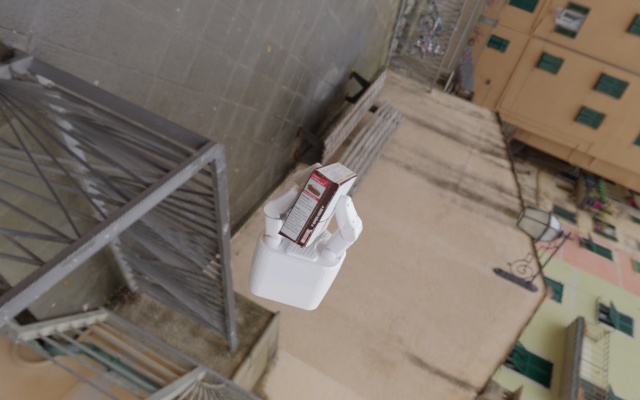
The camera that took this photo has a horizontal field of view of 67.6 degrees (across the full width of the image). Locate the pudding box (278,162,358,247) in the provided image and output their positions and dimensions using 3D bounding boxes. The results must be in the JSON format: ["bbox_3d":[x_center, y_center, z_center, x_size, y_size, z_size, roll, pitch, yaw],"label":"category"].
[{"bbox_3d":[0.000,0.002,0.584,0.039,0.090,0.113,31,15,7],"label":"pudding box"}]
